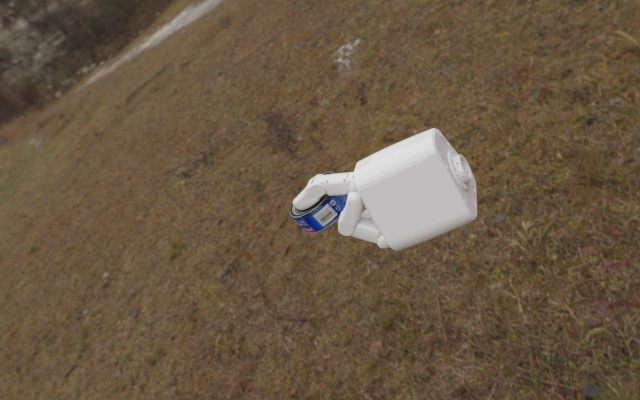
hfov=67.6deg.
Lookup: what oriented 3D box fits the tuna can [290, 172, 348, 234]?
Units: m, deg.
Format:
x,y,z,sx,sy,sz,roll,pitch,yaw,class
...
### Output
x,y,z,sx,sy,sz,roll,pitch,yaw,class
0.000,0.002,0.646,0.034,0.086,0.086,46,-23,-24,tuna can
